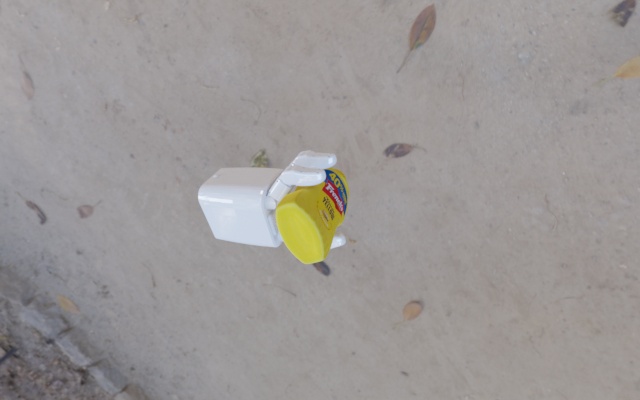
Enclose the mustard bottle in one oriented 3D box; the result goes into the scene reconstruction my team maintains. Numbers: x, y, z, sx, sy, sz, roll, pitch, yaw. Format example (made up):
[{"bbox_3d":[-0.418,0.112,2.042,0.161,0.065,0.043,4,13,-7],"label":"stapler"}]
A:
[{"bbox_3d":[0.000,0.002,0.699,0.058,0.096,0.191,-18,20,26],"label":"mustard bottle"}]
